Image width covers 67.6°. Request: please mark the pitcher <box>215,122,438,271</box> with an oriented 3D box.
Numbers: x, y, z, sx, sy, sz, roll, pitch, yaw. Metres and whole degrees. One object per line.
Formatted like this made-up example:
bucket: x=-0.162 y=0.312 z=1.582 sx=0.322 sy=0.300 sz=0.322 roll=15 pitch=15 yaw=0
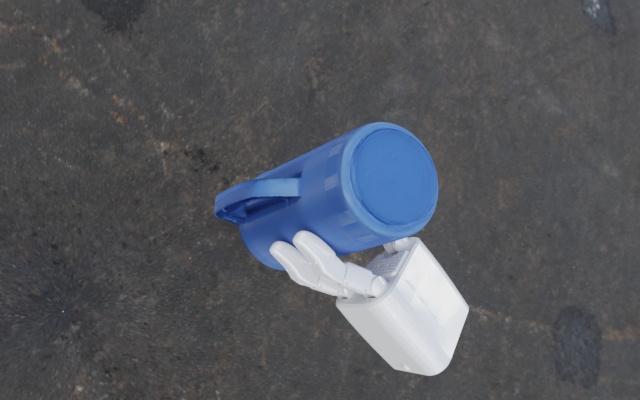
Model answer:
pitcher: x=0.000 y=0.002 z=0.517 sx=0.149 sy=0.145 sz=0.243 roll=-42 pitch=10 yaw=-29
